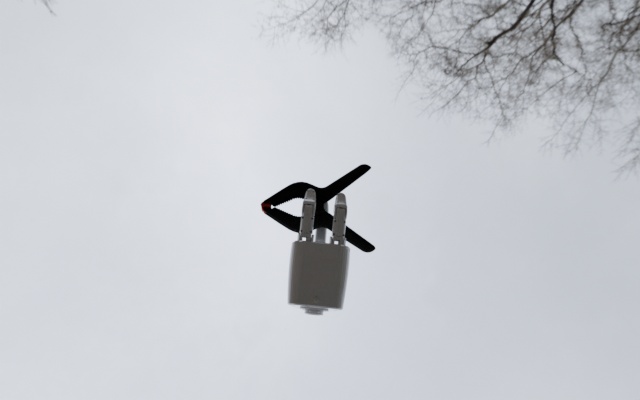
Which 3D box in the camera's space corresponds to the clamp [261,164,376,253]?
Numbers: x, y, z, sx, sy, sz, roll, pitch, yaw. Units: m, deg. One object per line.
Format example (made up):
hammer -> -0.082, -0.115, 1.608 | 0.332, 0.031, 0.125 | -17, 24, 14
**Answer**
clamp -> 0.000, 0.003, 0.862 | 0.210, 0.164, 0.036 | 7, -18, -2
